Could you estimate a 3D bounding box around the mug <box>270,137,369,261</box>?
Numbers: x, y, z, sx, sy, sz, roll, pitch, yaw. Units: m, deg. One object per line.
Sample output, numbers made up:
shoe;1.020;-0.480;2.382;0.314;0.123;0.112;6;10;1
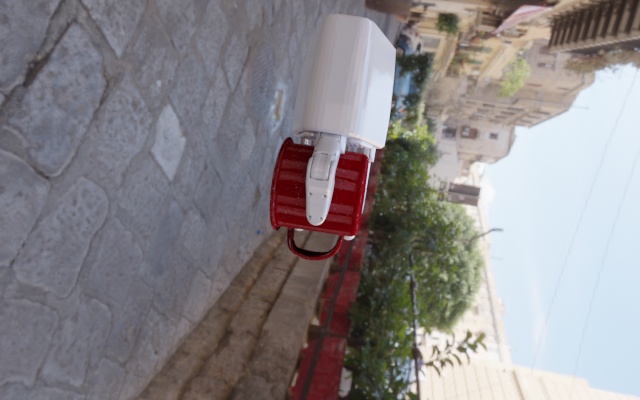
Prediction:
mug;0.000;0.003;0.466;0.081;0.117;0.093;9;4;7
